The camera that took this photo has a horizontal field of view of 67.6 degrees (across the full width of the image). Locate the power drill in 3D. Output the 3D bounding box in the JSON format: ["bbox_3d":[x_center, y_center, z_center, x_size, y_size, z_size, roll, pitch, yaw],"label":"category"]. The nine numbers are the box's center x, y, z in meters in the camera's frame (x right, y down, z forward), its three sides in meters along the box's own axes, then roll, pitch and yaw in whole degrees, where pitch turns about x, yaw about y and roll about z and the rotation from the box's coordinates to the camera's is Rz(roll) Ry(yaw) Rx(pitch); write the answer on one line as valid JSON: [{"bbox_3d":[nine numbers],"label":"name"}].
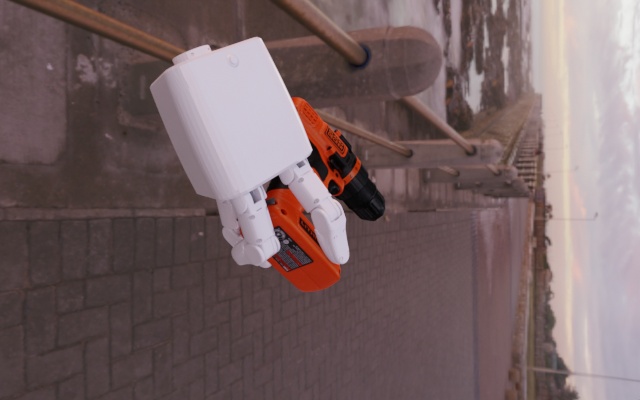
[{"bbox_3d":[0.000,0.002,0.509,0.057,0.184,0.187,-29,28,33],"label":"power drill"}]
